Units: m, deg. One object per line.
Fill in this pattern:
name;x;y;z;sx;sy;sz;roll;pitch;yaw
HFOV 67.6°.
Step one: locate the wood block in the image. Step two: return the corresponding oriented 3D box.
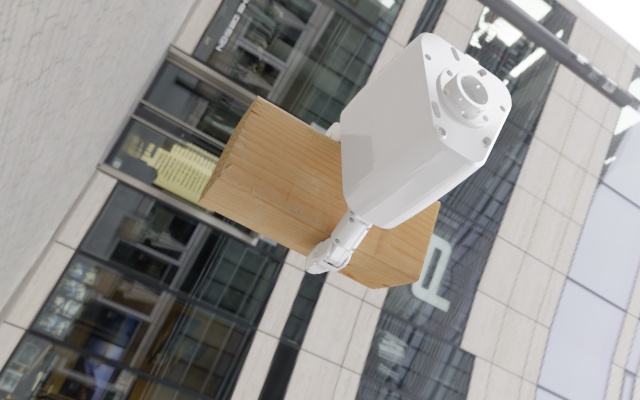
wood block;0.000;0.002;0.466;0.206;0.090;0.090;29;-24;-16
